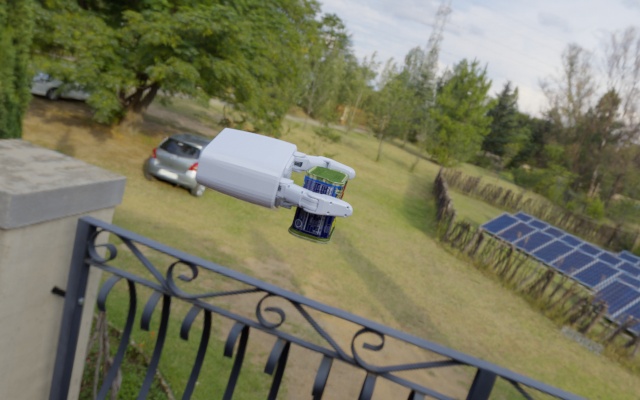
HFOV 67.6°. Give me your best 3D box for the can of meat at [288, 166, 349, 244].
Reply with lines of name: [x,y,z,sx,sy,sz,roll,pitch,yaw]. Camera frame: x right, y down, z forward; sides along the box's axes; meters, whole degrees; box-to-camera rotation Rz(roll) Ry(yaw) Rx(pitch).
can of meat: [0.000,0.002,0.646,0.057,0.084,0.102,17,13,5]
